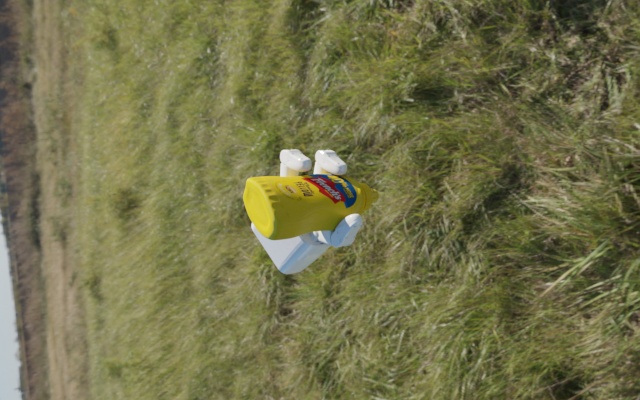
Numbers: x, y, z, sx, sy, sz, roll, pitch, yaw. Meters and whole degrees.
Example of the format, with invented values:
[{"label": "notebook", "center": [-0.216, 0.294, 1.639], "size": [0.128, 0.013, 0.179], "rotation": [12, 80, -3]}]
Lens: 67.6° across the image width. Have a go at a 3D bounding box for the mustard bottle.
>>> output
[{"label": "mustard bottle", "center": [0.000, 0.002, 0.646], "size": [0.191, 0.058, 0.096], "rotation": [-6, 38, -33]}]
